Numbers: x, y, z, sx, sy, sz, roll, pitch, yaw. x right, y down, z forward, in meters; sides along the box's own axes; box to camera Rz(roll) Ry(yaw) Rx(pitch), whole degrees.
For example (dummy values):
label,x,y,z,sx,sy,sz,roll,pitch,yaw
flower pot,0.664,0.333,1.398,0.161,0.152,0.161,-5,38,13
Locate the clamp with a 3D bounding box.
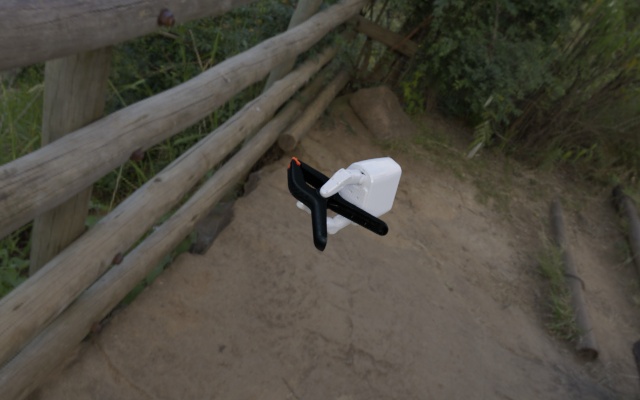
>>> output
label,x,y,z,sx,sy,sz,roll,pitch,yaw
clamp,0.000,0.002,0.816,0.210,0.036,0.164,45,35,24
